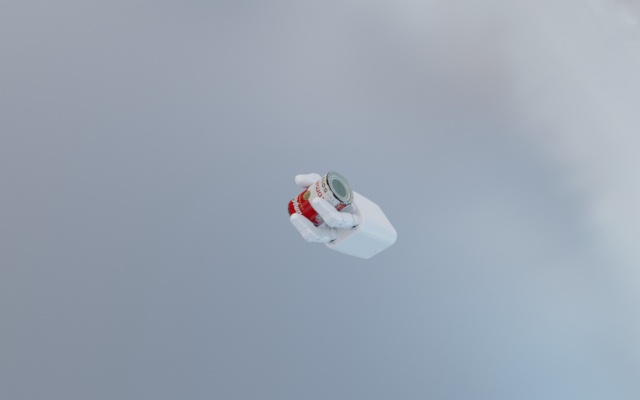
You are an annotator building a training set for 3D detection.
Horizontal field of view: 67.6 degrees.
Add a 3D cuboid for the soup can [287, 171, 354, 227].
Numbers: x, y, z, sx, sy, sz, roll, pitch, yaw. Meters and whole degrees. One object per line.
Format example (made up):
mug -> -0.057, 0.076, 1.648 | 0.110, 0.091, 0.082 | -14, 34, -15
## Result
soup can -> 0.000, 0.002, 0.843 | 0.102, 0.068, 0.068 | -36, -20, 31
